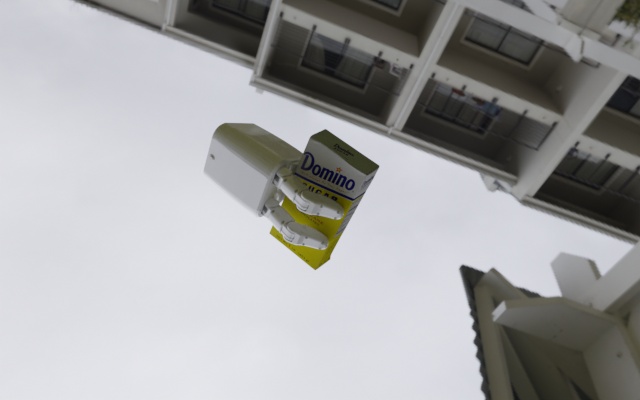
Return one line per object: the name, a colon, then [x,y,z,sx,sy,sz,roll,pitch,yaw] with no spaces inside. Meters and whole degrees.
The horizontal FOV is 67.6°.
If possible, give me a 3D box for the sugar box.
sugar box: [0.000,0.002,0.651,0.093,0.176,0.048,36,37,16]
